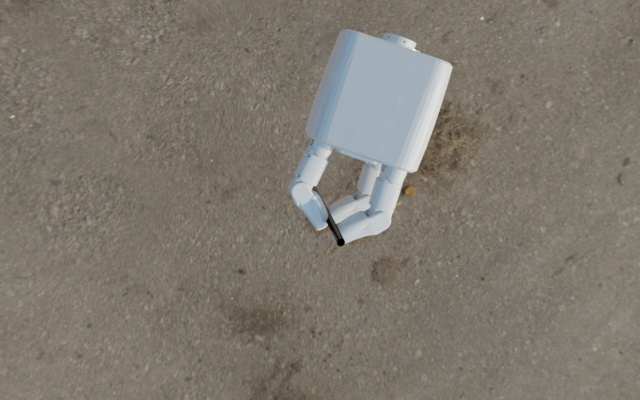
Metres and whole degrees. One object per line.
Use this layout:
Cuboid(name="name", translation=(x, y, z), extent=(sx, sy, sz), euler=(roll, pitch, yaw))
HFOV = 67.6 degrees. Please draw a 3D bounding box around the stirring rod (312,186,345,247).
Cuboid(name="stirring rod", translation=(0.000, 0.002, 0.553), extent=(0.011, 0.011, 0.239), euler=(0, 18, -9))
